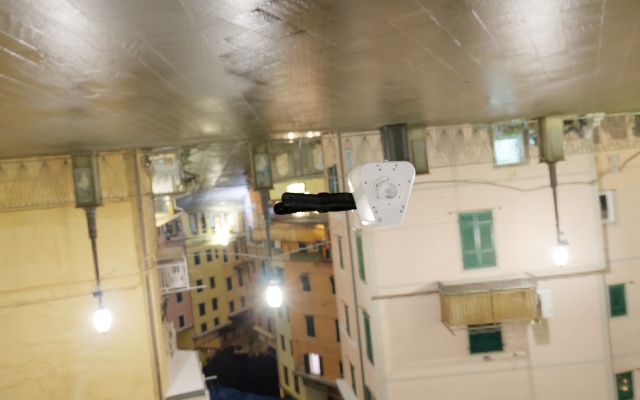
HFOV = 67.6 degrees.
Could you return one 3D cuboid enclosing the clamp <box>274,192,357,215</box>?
[{"bbox_3d":[0.000,0.003,0.857,0.171,0.039,0.120,-6,-4,-5],"label":"clamp"}]
